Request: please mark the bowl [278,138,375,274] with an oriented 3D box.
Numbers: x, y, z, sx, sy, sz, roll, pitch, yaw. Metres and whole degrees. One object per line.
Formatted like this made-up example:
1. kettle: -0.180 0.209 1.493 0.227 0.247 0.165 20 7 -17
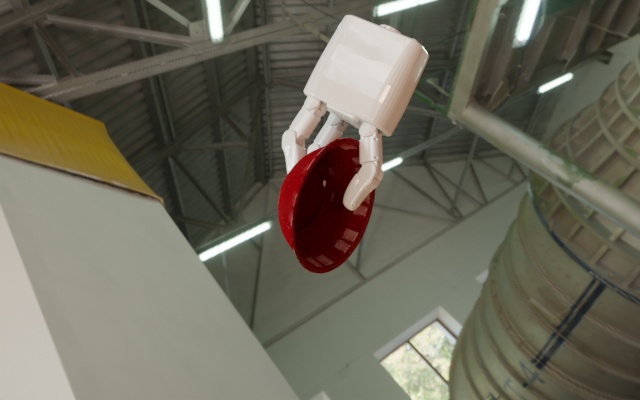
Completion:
1. bowl: -0.001 0.003 0.566 0.055 0.162 0.162 16 9 35
